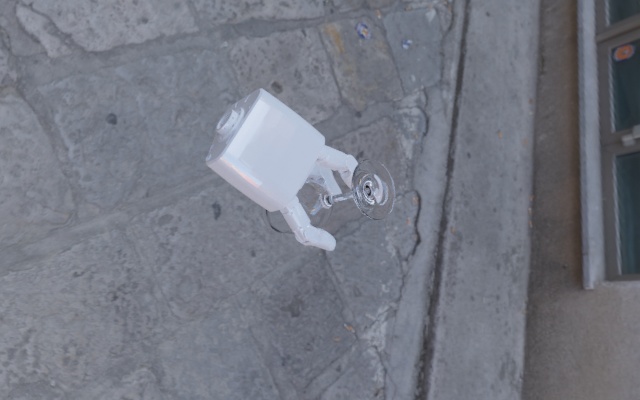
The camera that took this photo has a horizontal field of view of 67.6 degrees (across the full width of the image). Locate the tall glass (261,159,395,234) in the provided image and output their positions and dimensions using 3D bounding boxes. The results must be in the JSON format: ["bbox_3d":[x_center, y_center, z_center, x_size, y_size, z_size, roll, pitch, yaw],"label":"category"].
[{"bbox_3d":[0.001,0.002,0.643,0.079,0.079,0.201,0,-9,-41],"label":"tall glass"}]
